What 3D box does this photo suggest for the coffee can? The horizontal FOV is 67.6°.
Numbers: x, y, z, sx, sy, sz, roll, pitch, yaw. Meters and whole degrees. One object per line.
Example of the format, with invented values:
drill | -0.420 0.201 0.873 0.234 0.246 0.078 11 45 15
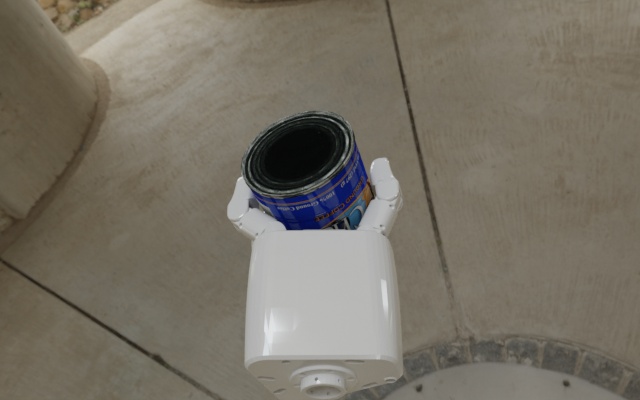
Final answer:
coffee can | 0.000 0.001 0.454 0.103 0.102 0.140 0 -39 23
